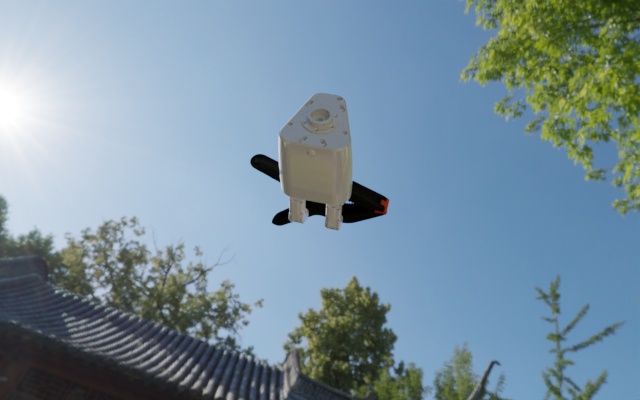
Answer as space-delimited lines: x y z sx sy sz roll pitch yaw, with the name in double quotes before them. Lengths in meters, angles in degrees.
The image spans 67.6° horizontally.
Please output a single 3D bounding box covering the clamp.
"clamp" 0.001 0.002 0.750 0.210 0.036 0.165 11 -35 9
